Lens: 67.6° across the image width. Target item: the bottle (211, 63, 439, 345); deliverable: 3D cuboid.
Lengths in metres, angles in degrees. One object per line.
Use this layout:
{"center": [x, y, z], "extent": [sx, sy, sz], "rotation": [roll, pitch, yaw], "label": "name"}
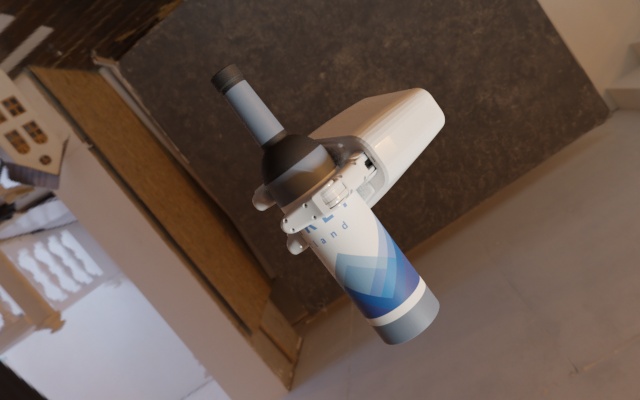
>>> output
{"center": [0.000, 0.002, 0.447], "extent": [0.069, 0.296, 0.069], "rotation": [-36, 8, 6], "label": "bottle"}
